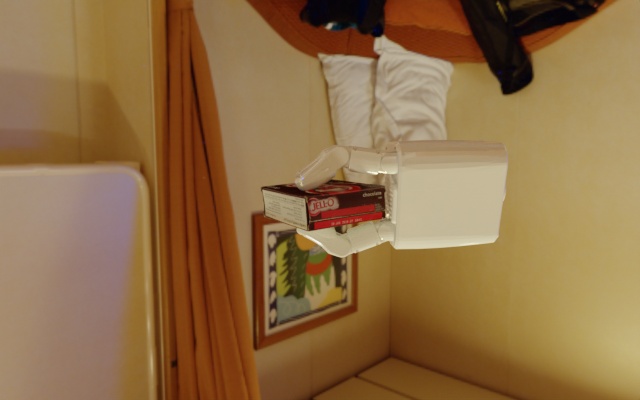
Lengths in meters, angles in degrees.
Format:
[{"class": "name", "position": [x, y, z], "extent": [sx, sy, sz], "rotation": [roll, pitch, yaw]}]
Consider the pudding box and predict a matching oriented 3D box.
[{"class": "pudding box", "position": [0.000, 0.002, 0.498], "extent": [0.090, 0.039, 0.113], "rotation": [-7, 7, -28]}]
